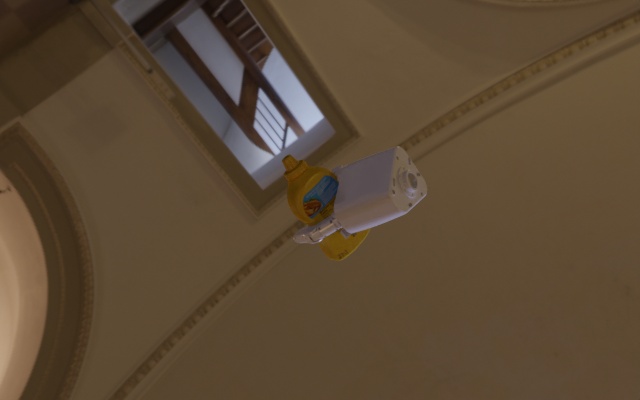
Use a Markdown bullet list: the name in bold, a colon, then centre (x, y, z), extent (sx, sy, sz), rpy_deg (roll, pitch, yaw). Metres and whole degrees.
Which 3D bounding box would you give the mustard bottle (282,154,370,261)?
- **mustard bottle**: centre (0.000, 0.003, 0.797), extent (0.096, 0.192, 0.058), rpy_deg (-46, 20, -22)
